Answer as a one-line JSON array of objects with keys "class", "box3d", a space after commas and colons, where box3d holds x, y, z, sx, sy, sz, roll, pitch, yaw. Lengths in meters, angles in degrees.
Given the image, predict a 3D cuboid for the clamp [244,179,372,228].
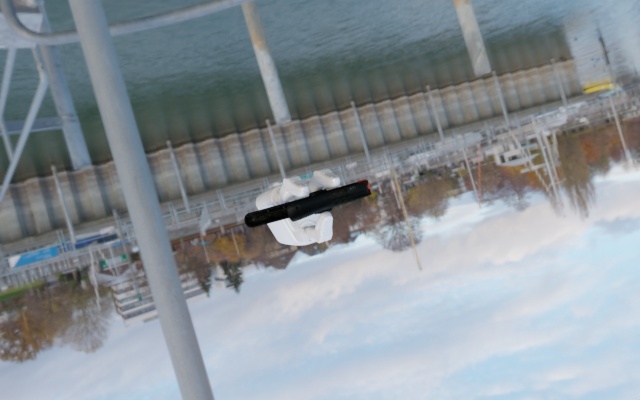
[{"class": "clamp", "box3d": [0.001, 0.003, 0.747, 0.210, 0.036, 0.164, -16, 4, -25]}]
